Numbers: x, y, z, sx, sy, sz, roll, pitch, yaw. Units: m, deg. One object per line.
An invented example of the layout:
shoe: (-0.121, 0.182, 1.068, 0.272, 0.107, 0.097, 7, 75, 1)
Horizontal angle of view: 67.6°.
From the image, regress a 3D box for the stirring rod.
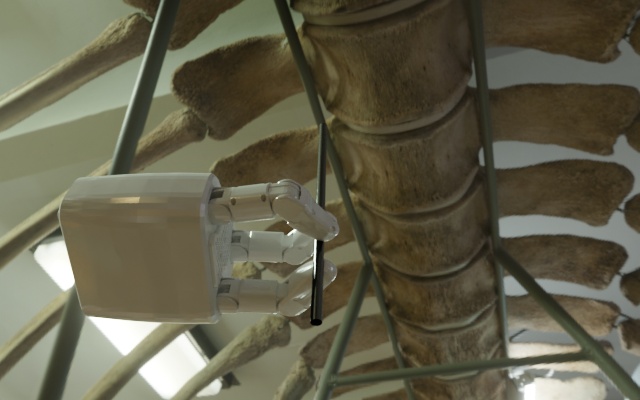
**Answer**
stirring rod: (0.000, 0.001, 0.401, 0.011, 0.011, 0.239, 0, 40, 2)
